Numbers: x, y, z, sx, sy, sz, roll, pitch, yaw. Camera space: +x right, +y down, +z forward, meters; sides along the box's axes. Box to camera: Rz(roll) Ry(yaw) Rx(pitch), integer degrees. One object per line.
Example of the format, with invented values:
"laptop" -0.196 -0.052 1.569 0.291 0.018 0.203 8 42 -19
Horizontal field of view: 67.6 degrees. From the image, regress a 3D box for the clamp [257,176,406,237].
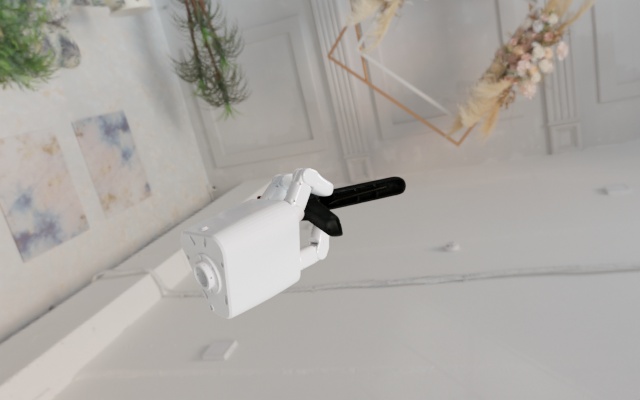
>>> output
"clamp" 0.000 0.003 0.647 0.210 0.036 0.164 2 20 46
